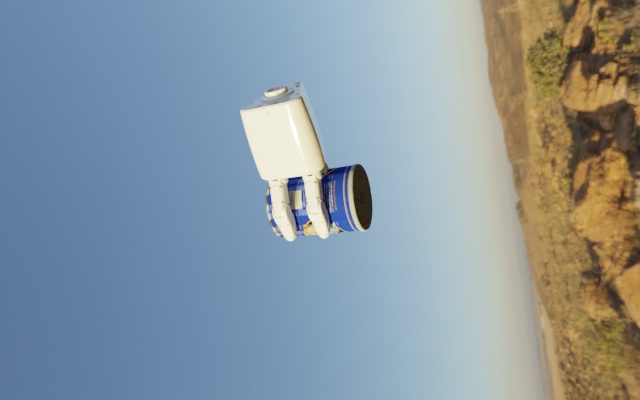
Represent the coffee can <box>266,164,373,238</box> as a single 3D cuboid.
[{"bbox_3d":[0.000,0.003,0.748,0.140,0.103,0.103,-7,-2,21],"label":"coffee can"}]
